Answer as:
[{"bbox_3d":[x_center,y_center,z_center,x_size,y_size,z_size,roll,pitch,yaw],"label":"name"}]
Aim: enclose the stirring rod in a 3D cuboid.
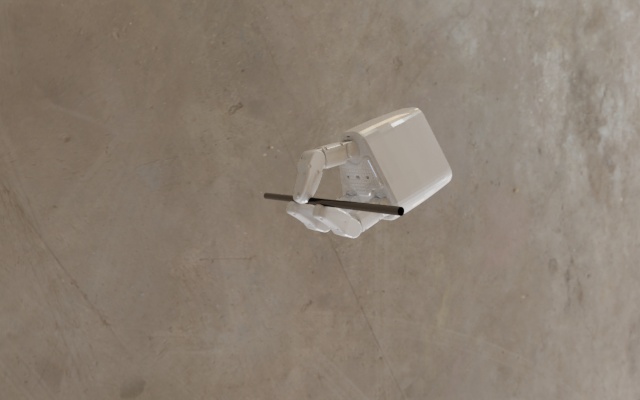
[{"bbox_3d":[0.000,0.002,0.503,0.011,0.011,0.239,0,4,-35],"label":"stirring rod"}]
